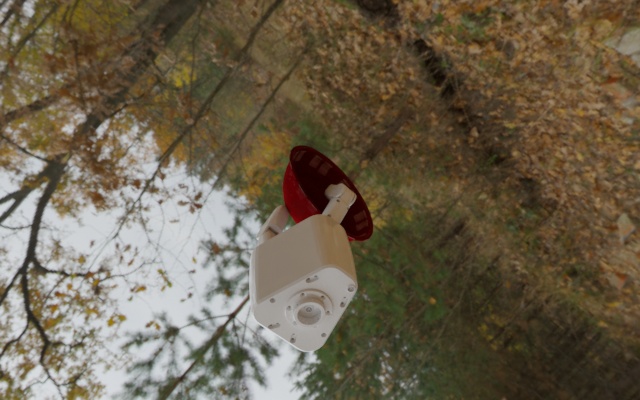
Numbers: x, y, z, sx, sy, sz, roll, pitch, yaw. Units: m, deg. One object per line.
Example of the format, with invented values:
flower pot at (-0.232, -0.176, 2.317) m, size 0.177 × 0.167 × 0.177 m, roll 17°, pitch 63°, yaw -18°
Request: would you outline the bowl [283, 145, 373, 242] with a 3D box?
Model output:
bowl at (0.000, 0.002, 0.665) m, size 0.055 × 0.162 × 0.162 m, roll -40°, pitch -19°, yaw 24°
